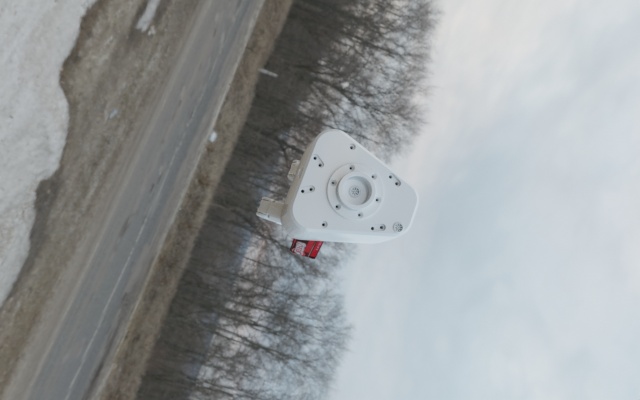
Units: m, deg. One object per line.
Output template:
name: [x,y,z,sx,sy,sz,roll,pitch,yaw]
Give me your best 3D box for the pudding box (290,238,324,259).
pudding box: [0.000,0.002,0.580,0.039,0.113,0.090,21,-36,-4]
